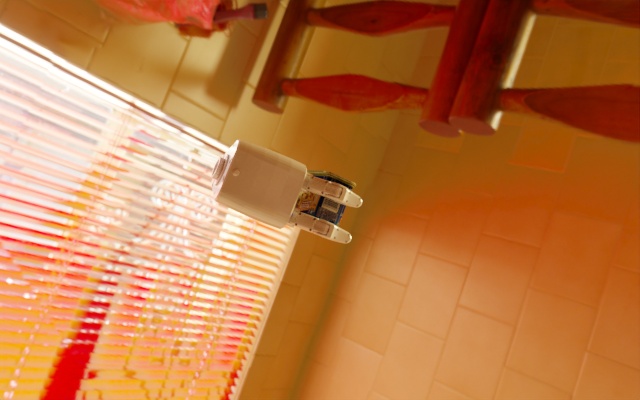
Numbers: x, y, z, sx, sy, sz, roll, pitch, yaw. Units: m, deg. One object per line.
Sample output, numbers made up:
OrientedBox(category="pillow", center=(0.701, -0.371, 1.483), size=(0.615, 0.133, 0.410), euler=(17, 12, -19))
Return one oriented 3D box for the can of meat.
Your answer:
OrientedBox(category="can of meat", center=(0.000, 0.003, 0.739), size=(0.057, 0.084, 0.102), euler=(24, -6, -25))
